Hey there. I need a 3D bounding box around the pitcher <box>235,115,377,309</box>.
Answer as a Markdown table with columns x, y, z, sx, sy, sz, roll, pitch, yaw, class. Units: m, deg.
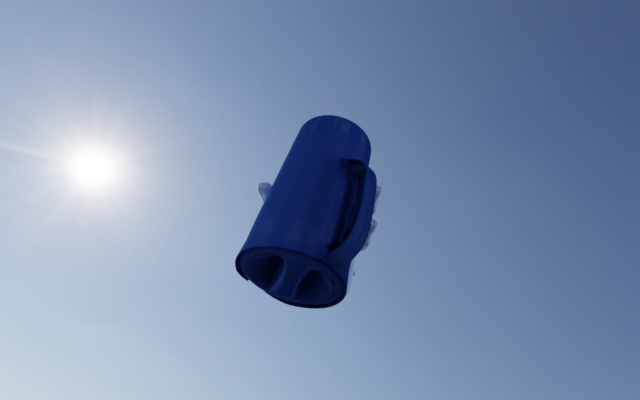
| x | y | z | sx | sy | sz | roll | pitch | yaw | class |
| --- | --- | --- | --- | --- | --- | --- | --- | --- | --- |
| 0.000 | 0.002 | 0.610 | 0.149 | 0.242 | 0.145 | 10 | -37 | 11 | pitcher |
